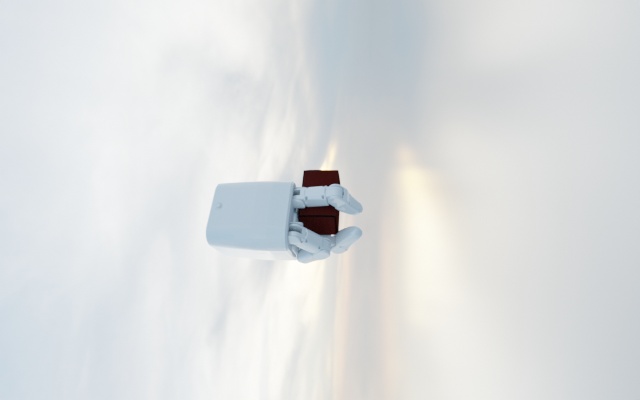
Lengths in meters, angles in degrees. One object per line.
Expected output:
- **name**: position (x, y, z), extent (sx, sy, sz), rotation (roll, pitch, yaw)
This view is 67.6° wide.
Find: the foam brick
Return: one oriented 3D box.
- **foam brick**: position (0.000, 0.002, 0.664), extent (0.051, 0.078, 0.053), rotation (1, -34, 7)
